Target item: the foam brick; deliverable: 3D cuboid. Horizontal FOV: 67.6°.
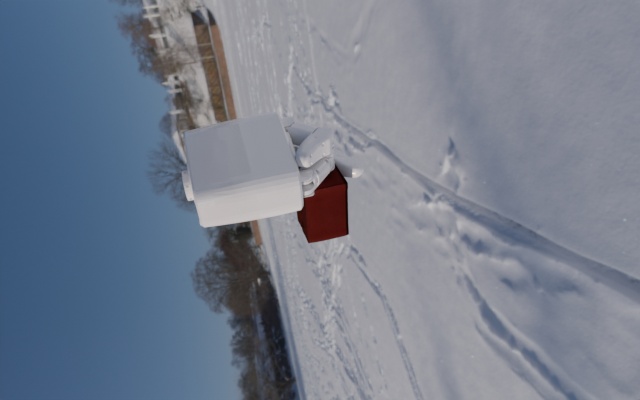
[{"bbox_3d":[0.000,0.002,0.559,0.051,0.078,0.053,-14,38,-13],"label":"foam brick"}]
